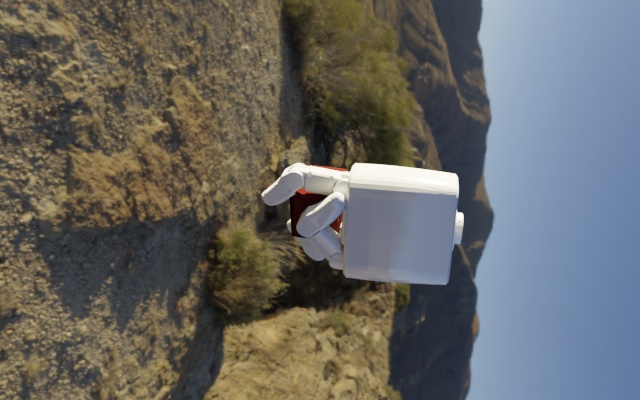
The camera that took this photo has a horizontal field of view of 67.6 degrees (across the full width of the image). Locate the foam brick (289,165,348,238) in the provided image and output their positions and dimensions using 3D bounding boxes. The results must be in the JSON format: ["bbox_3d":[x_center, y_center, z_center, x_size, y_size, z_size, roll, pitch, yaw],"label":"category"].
[{"bbox_3d":[0.000,0.002,0.535,0.051,0.053,0.078,5,32,10],"label":"foam brick"}]
